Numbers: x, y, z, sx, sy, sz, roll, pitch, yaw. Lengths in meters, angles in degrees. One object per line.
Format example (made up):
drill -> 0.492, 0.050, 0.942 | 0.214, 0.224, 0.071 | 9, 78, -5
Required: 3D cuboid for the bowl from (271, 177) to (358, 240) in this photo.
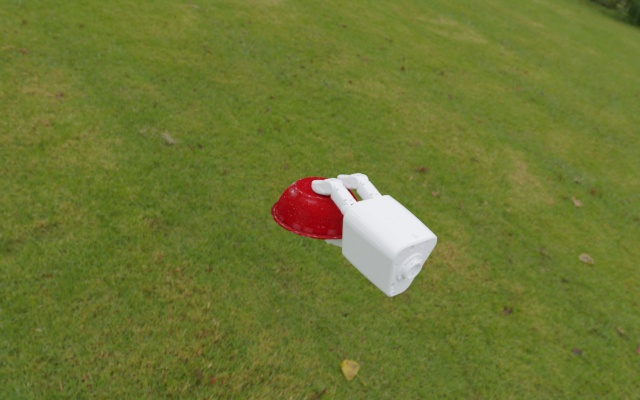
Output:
bowl -> -0.001, 0.002, 0.796 | 0.162, 0.055, 0.162 | 6, 24, -3
